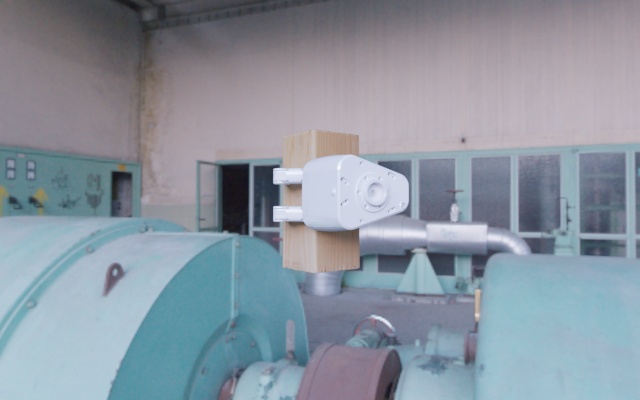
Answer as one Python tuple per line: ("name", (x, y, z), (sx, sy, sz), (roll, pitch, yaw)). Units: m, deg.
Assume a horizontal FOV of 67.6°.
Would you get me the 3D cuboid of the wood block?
("wood block", (0.001, 0.002, 0.742), (0.091, 0.206, 0.090), (1, -1, -37))
